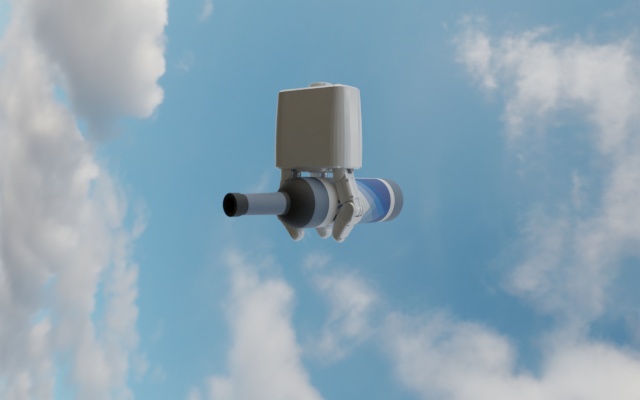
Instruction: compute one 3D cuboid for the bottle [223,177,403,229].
[{"bbox_3d":[0.000,0.002,0.638,0.069,0.069,0.296,0,1,44],"label":"bottle"}]
